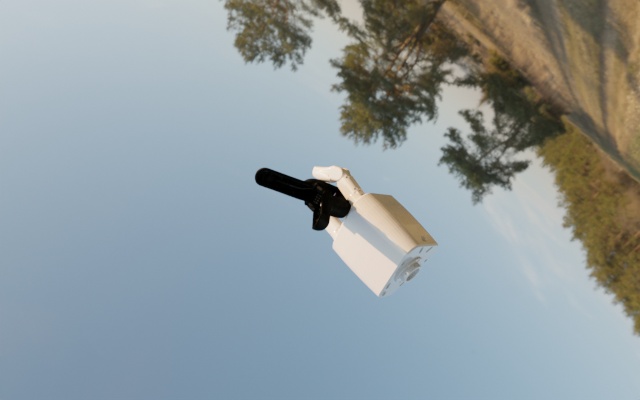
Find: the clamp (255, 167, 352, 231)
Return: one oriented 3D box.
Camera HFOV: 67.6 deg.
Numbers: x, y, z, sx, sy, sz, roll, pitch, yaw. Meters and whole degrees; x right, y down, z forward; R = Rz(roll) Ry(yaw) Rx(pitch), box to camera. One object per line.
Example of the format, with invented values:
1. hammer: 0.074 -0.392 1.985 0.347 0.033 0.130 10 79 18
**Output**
1. clamp: 0.000 0.003 0.655 0.171 0.039 0.120 4 37 -53
